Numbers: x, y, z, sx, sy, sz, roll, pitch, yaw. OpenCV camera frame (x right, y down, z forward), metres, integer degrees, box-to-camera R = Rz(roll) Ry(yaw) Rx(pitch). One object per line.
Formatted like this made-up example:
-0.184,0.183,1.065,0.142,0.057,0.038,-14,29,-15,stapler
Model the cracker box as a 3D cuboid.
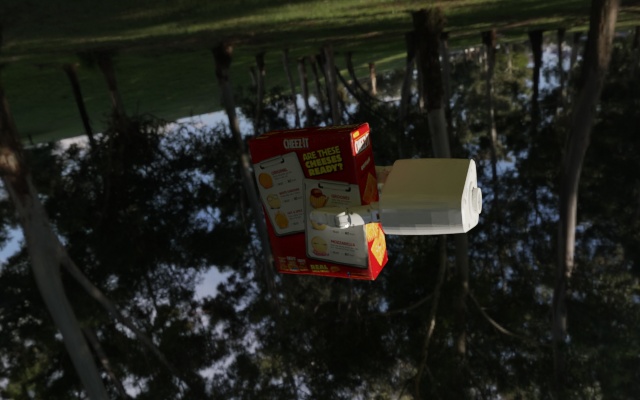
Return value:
0.000,0.003,0.695,0.164,0.214,0.072,0,21,28,cracker box
